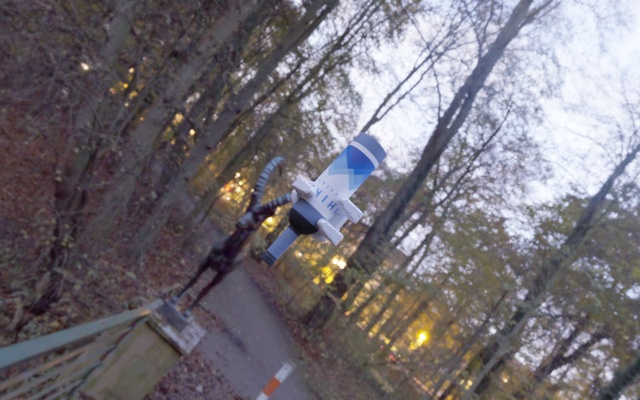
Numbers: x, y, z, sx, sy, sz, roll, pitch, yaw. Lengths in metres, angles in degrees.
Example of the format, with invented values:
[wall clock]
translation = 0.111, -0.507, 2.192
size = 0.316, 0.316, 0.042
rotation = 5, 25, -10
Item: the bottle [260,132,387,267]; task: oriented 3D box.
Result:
[bottle]
translation = 0.000, 0.003, 0.874
size = 0.069, 0.295, 0.069
rotation = 42, -7, 7
